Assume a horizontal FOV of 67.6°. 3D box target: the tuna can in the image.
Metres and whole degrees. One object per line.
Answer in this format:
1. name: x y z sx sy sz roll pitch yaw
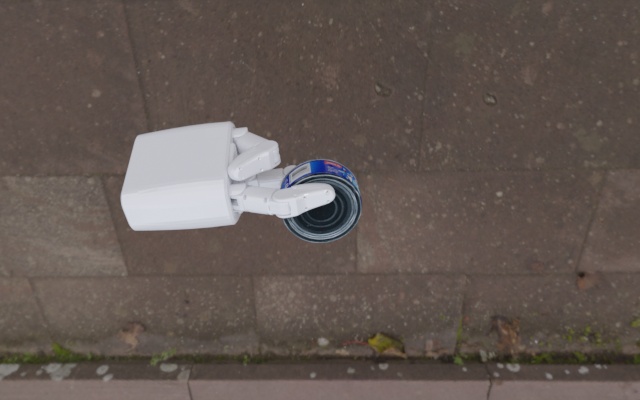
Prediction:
1. tuna can: 0.000 0.002 0.499 0.086 0.086 0.033 0 31 -5
